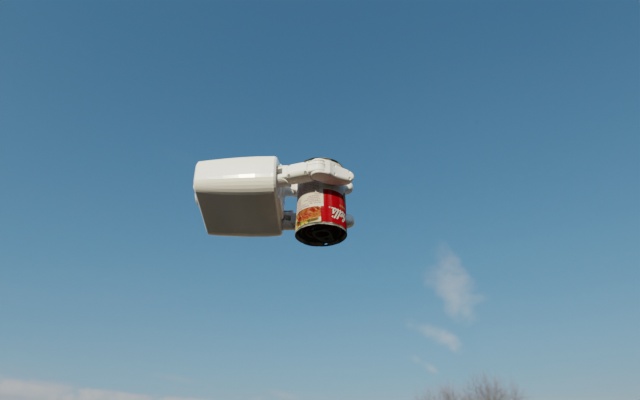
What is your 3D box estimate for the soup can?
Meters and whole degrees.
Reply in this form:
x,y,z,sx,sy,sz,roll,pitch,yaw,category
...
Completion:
x,y,z,sx,sy,sz,roll,pitch,yaw,category
0.001,0.002,0.641,0.068,0.102,0.068,-1,-30,0,soup can
